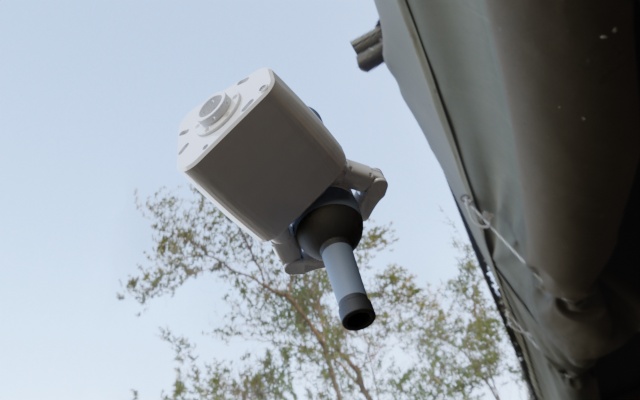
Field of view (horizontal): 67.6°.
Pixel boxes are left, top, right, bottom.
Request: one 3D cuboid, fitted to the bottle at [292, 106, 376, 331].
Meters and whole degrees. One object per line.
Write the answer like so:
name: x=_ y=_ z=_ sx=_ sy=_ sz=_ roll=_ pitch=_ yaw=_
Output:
bottle: x=0.000 y=0.001 z=0.479 sx=0.069 sy=0.069 sz=0.295 roll=0 pitch=38 yaw=-15
